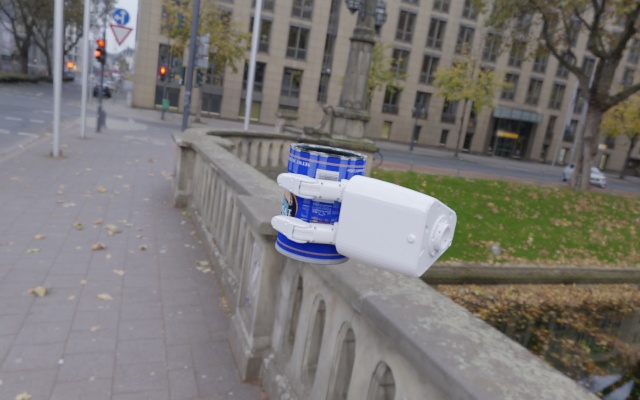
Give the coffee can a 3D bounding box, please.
[{"bbox_3d":[0.000,0.002,0.636,0.103,0.140,0.102,9,11,-2],"label":"coffee can"}]
